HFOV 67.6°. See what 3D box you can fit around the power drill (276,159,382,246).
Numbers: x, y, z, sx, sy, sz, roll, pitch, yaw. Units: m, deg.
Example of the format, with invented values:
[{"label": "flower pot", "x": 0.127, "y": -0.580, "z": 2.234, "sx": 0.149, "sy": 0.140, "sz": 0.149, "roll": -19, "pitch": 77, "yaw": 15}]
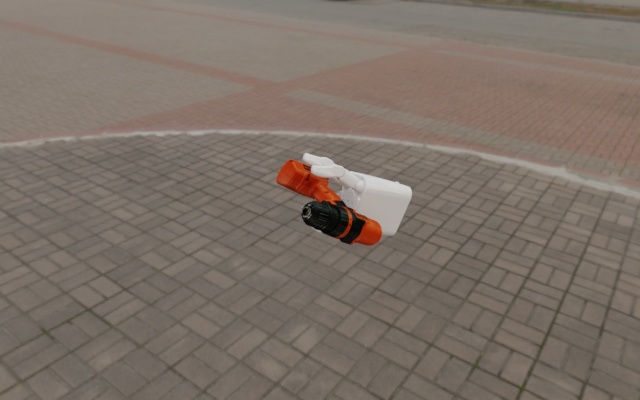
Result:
[{"label": "power drill", "x": 0.000, "y": 0.002, "z": 0.820, "sx": 0.184, "sy": 0.057, "sz": 0.187, "roll": 23, "pitch": 18, "yaw": -47}]
